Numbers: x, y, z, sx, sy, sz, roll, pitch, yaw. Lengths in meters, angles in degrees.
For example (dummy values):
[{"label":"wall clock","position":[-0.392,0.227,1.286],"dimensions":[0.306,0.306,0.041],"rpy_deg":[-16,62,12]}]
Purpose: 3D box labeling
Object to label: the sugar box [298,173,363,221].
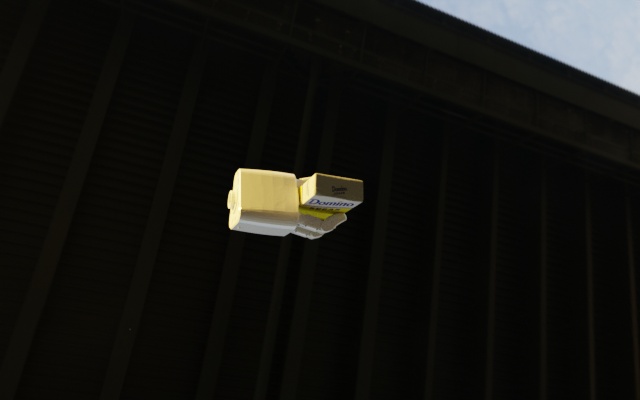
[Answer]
[{"label":"sugar box","position":[0.000,0.003,0.885],"dimensions":[0.093,0.048,0.176],"rpy_deg":[8,-17,-20]}]
